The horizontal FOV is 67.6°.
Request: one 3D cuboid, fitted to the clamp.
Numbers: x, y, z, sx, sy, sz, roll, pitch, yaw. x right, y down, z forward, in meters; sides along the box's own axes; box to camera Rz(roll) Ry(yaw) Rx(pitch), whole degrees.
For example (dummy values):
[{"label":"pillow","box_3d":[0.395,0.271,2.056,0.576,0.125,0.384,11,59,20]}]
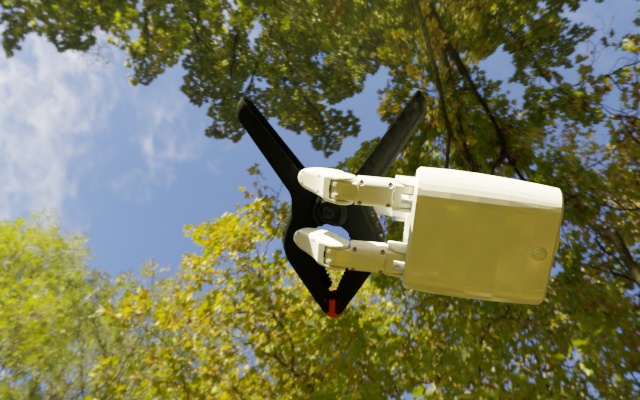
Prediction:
[{"label":"clamp","box_3d":[0.000,0.002,0.433,0.164,0.210,0.036,8,14,11]}]
